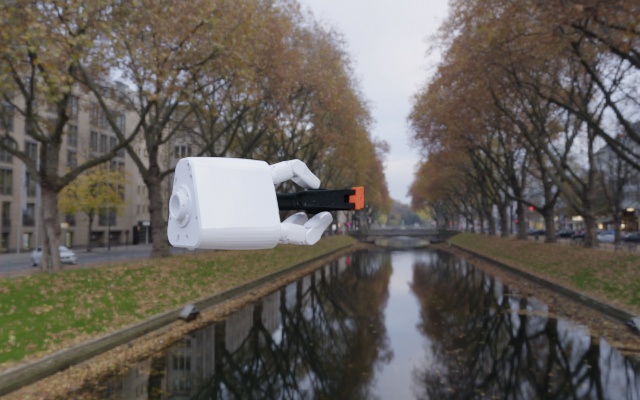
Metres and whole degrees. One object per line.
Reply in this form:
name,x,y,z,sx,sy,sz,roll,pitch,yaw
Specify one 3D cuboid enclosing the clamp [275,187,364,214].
clamp,0.000,0.001,0.688,0.164,0.036,0.210,2,-4,-40
